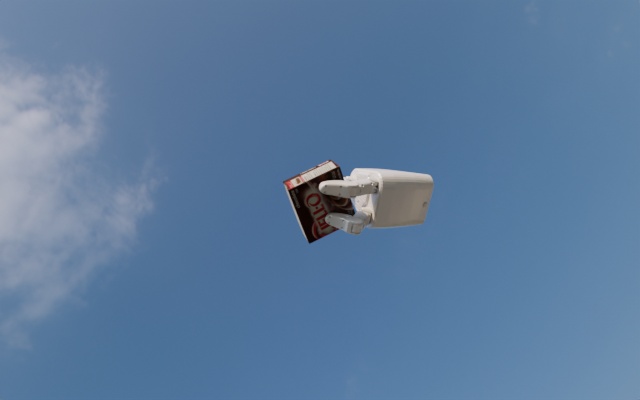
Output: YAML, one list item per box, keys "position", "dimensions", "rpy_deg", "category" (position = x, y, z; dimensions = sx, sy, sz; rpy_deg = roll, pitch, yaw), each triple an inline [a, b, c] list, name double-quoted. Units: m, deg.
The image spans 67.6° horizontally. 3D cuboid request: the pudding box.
- position: [0.000, 0.002, 0.766]
  dimensions: [0.090, 0.114, 0.039]
  rpy_deg: [-26, 31, -9]
  category: "pudding box"
